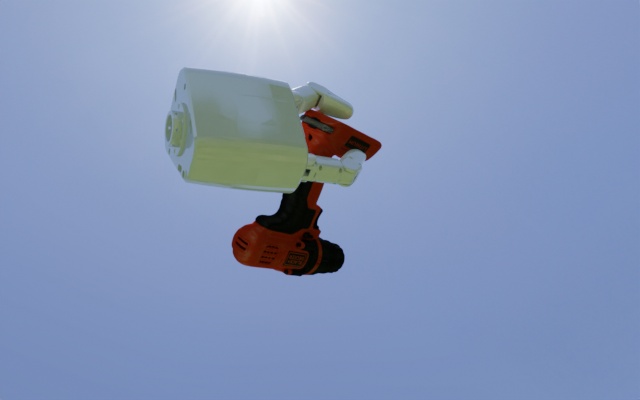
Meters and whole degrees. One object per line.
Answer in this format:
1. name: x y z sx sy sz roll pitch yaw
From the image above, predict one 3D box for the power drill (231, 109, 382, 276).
1. power drill: 0.000 0.001 0.560 0.057 0.187 0.184 28 7 36
